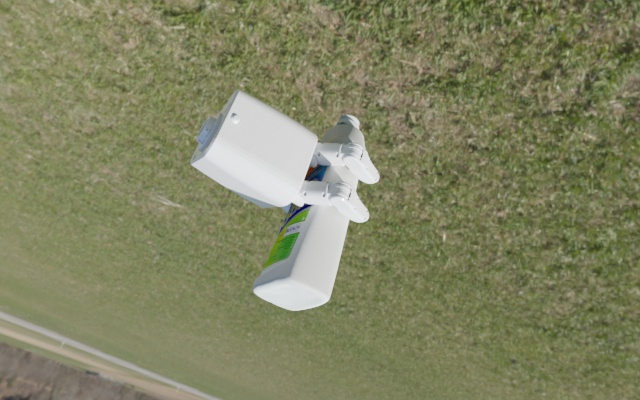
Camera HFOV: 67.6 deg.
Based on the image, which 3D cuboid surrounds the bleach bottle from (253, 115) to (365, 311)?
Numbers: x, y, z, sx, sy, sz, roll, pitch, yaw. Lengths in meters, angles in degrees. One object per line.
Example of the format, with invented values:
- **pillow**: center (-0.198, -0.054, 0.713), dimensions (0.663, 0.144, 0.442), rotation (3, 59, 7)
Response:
- **bleach bottle**: center (0.000, 0.002, 0.582), dimensions (0.068, 0.250, 0.102), rotation (30, -31, -21)
